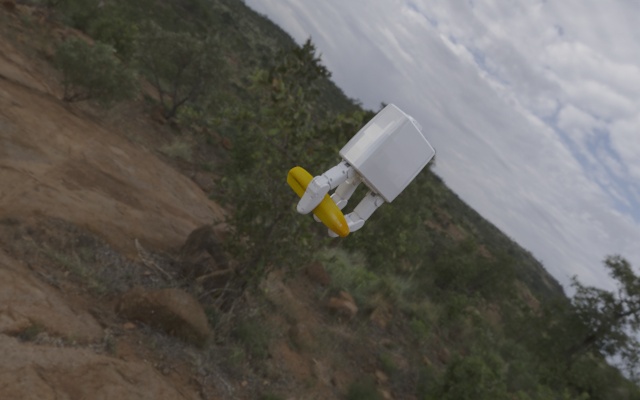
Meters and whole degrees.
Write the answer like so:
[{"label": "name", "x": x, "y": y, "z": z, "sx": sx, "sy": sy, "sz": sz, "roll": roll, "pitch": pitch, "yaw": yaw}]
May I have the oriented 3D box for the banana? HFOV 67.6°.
[{"label": "banana", "x": -0.012, "y": -0.010, "z": 0.747, "sx": 0.070, "sy": 0.037, "sz": 0.197, "roll": 46, "pitch": 1, "yaw": -33}]
